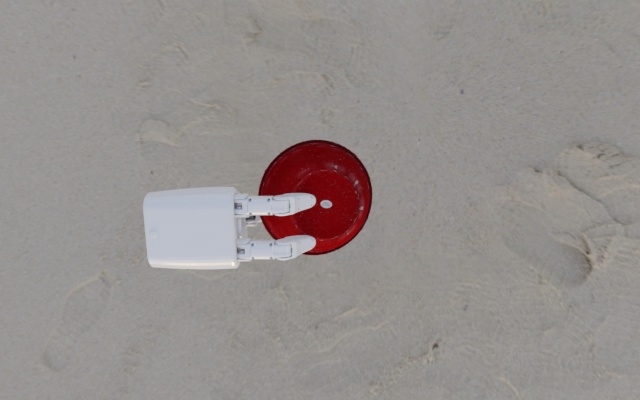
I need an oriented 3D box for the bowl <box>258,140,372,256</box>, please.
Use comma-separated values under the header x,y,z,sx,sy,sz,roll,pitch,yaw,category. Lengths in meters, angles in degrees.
x,y,z,sx,sy,sz,roll,pitch,yaw,category
0.001,0.002,0.632,0.162,0.162,0.055,0,10,-13,bowl
